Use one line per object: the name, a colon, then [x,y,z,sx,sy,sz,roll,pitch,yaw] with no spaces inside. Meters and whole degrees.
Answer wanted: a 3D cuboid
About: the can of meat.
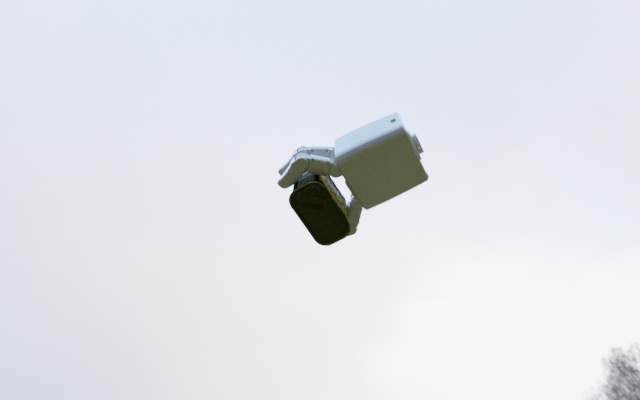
can of meat: [0.000,0.002,0.711,0.057,0.102,0.084,-28,23,14]
